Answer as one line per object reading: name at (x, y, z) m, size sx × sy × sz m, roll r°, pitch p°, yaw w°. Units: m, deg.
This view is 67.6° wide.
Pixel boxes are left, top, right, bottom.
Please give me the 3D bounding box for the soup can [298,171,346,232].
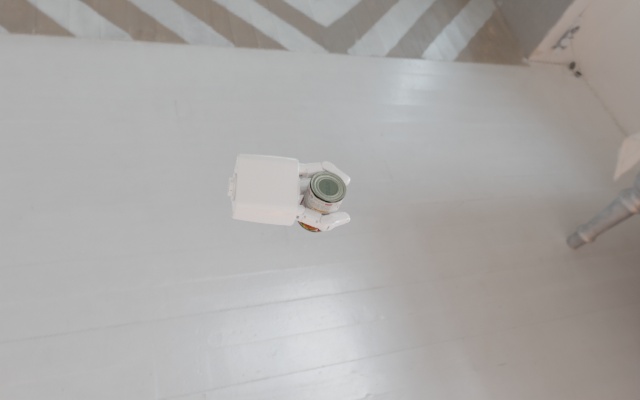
soup can at (0.001, 0.003, 0.859) m, size 0.068 × 0.068 × 0.102 m, roll 0°, pitch -34°, yaw -19°
